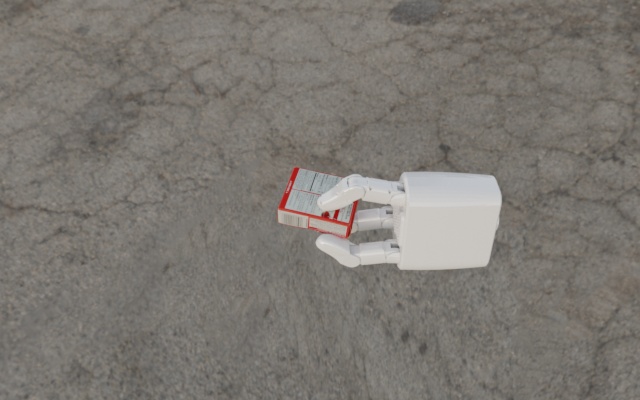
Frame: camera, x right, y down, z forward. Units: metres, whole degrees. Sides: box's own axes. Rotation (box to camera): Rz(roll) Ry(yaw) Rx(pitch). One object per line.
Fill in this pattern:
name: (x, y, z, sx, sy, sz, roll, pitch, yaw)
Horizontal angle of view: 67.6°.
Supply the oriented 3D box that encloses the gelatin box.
gelatin box: (0.000, 0.002, 0.576, 0.089, 0.073, 0.030, 13, -40, 5)
